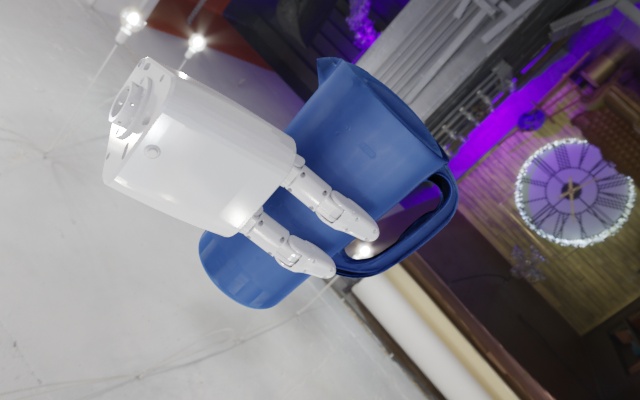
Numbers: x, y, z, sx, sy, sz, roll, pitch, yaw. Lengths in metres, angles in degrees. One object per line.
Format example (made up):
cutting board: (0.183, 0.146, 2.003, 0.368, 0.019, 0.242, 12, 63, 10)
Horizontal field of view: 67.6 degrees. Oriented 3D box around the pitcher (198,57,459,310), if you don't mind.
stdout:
pitcher: (0.000, 0.001, 0.461, 0.145, 0.243, 0.149, 28, 25, -39)
